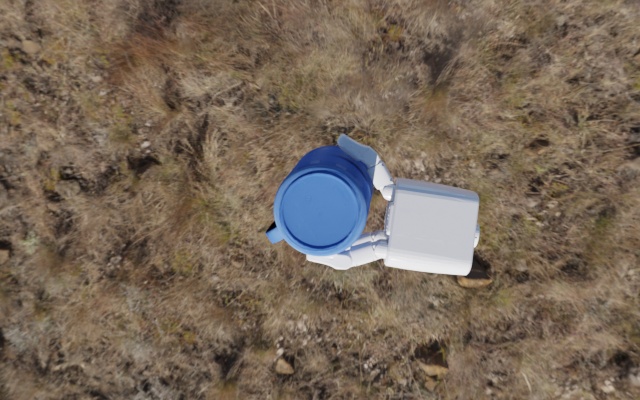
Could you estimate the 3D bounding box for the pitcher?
[{"bbox_3d":[0.000,0.002,0.651,0.145,0.149,0.243,11,9,3],"label":"pitcher"}]
